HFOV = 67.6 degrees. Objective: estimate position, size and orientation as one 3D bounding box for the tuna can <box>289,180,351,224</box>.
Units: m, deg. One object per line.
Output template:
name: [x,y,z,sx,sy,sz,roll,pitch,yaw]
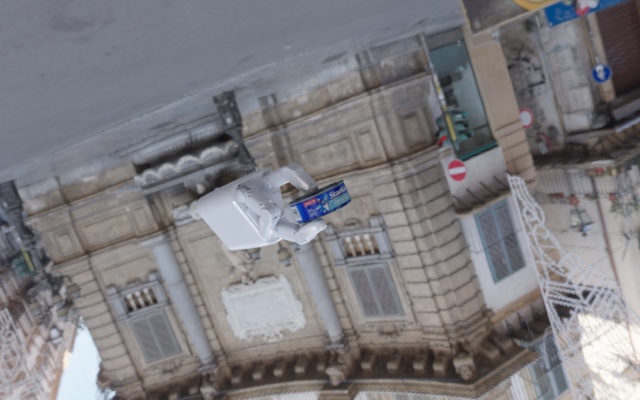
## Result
tuna can: [0.000,0.003,0.687,0.086,0.034,0.086,-23,5,2]
